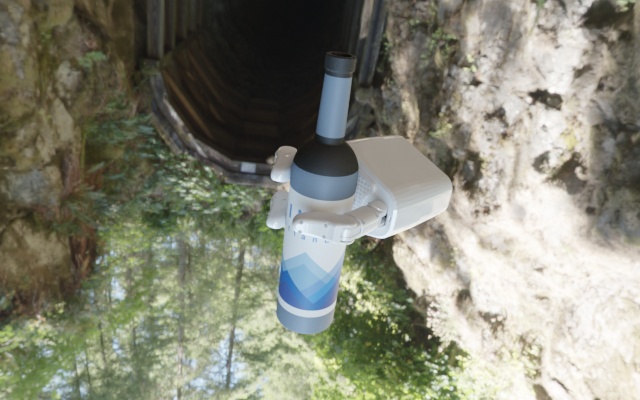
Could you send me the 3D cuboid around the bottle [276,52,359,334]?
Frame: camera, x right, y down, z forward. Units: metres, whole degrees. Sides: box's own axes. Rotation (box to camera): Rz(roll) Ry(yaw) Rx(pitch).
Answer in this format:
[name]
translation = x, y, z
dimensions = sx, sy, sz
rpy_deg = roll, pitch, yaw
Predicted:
[bottle]
translation = 0.000, 0.002, 0.487
dimensions = 0.069, 0.296, 0.069
rpy_deg = 6, 27, -3
